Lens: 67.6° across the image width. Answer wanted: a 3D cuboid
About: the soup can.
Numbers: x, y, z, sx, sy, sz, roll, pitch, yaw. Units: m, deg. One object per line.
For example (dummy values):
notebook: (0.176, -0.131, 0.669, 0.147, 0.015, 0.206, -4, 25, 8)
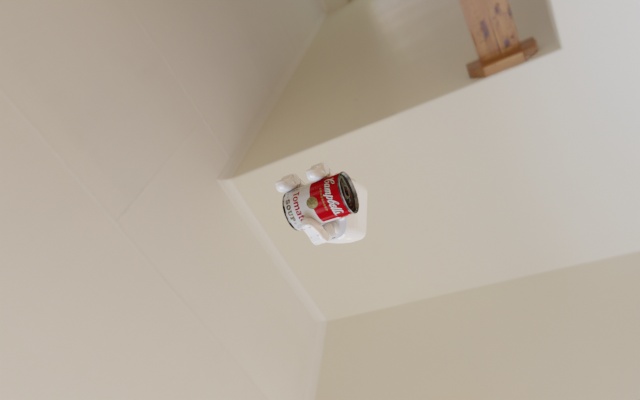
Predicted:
soup can: (0.000, 0.003, 0.747, 0.102, 0.068, 0.068, -19, -7, 22)
